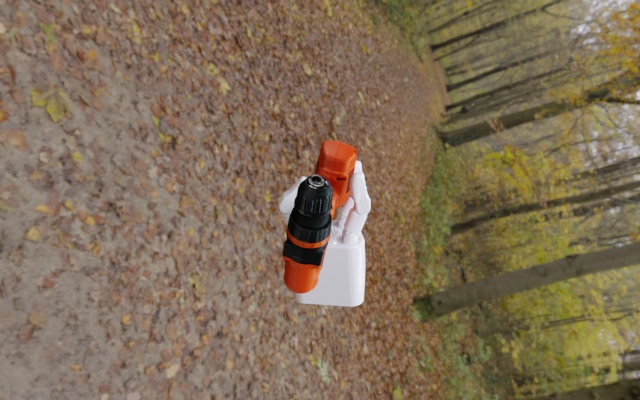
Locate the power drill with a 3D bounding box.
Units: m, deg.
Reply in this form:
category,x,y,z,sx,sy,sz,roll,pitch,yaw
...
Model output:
category,x,y,z,sx,sy,sz,roll,pitch,yaw
power drill,0.000,0.002,0.623,0.057,0.185,0.187,18,42,5
